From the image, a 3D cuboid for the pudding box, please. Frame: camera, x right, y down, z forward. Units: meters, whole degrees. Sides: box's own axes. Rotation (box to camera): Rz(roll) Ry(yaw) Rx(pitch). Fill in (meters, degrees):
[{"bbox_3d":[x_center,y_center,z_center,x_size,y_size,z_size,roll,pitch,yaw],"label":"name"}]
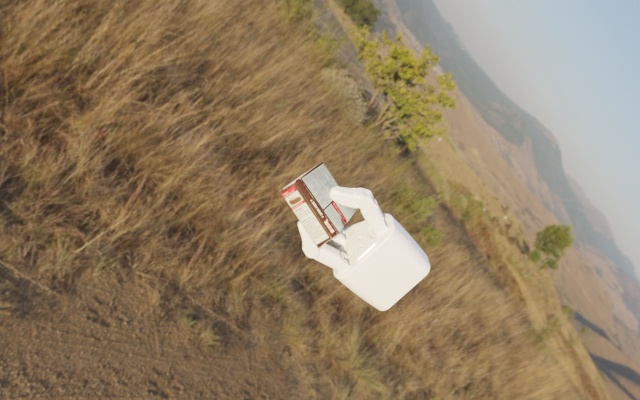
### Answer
[{"bbox_3d":[0.000,0.002,0.646,0.039,0.090,0.113,-34,3,20],"label":"pudding box"}]
